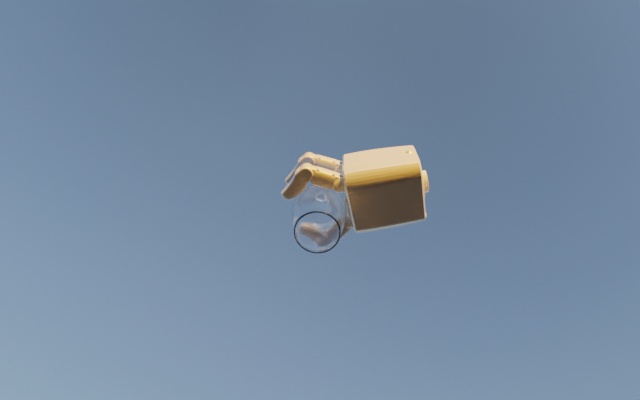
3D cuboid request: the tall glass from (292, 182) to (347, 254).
[{"bbox_3d":[0.000,0.002,0.710,0.079,0.079,0.201,0,24,3],"label":"tall glass"}]
